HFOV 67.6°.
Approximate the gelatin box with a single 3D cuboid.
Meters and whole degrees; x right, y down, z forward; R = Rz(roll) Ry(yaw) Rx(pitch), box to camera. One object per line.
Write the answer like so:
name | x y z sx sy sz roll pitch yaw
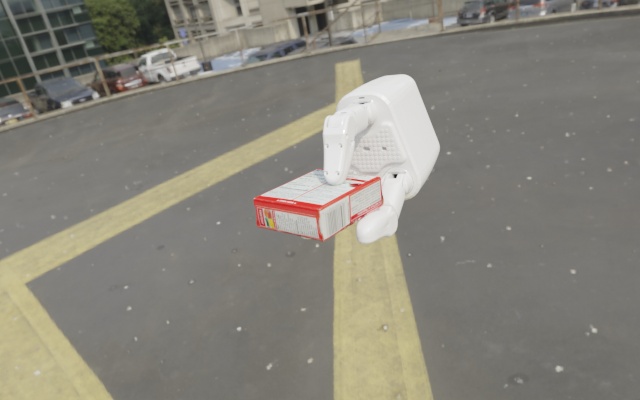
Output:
gelatin box | 0.000 0.001 0.408 0.073 0.030 0.089 9 25 38
